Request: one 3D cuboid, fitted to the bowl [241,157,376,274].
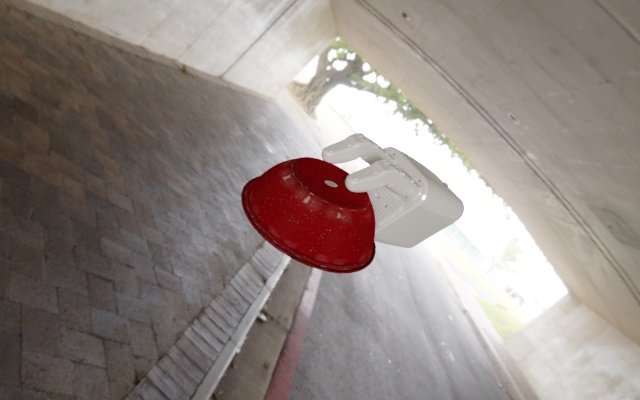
[{"bbox_3d":[-0.001,0.001,0.509,0.162,0.055,0.162,22,29,-13],"label":"bowl"}]
